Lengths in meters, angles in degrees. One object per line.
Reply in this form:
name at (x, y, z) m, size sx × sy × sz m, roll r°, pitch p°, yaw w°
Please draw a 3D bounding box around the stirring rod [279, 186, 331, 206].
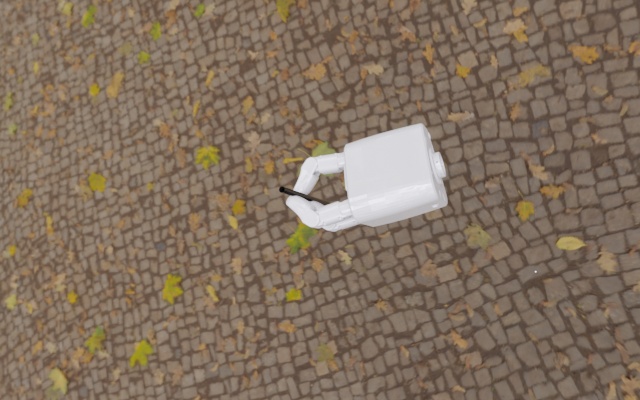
stirring rod at (0.000, 0.002, 0.711) m, size 0.011 × 0.011 × 0.239 m, roll 0°, pitch -8°, yaw 24°
